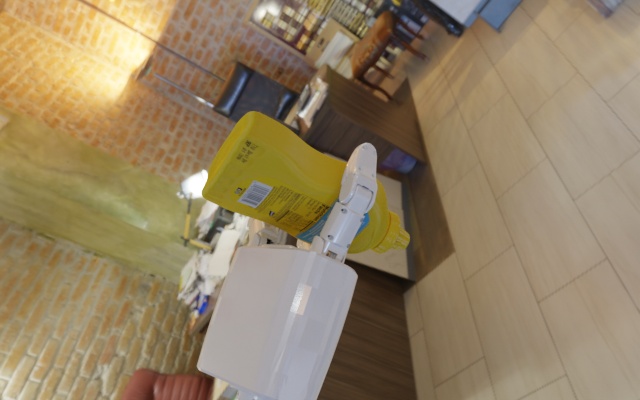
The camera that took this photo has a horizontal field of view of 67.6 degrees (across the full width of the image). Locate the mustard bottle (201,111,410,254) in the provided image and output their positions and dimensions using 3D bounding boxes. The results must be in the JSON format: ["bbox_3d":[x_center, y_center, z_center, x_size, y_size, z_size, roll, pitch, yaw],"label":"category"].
[{"bbox_3d":[0.000,0.001,0.423,0.192,0.058,0.096,26,-44,-21],"label":"mustard bottle"}]
